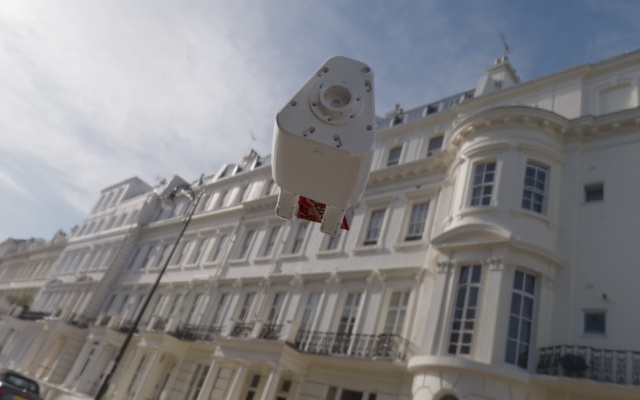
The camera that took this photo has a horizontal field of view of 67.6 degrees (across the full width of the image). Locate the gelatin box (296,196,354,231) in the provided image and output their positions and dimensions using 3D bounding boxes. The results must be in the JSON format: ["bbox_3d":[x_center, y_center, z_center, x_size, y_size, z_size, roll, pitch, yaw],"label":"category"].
[{"bbox_3d":[0.000,0.002,0.591,0.073,0.030,0.089,13,-22,15],"label":"gelatin box"}]
